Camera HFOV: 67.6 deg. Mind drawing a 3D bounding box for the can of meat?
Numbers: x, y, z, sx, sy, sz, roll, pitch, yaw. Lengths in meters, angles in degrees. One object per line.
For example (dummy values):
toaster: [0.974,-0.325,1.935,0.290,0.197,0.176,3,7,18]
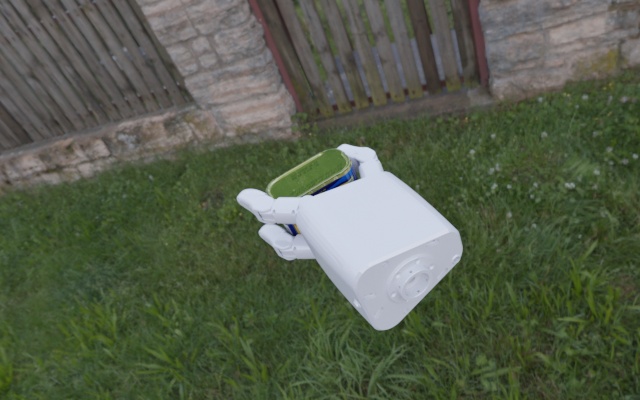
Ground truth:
can of meat: [0.000,0.001,0.534,0.102,0.084,0.057,-31,41,-5]
